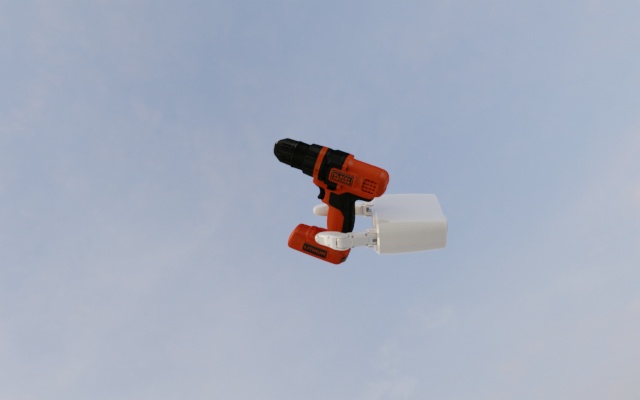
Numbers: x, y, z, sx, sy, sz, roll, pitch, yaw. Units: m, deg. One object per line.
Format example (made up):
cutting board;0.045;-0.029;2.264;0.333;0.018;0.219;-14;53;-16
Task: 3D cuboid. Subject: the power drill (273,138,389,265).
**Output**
power drill;0.000;0.003;0.764;0.184;0.188;0.057;21;35;9
